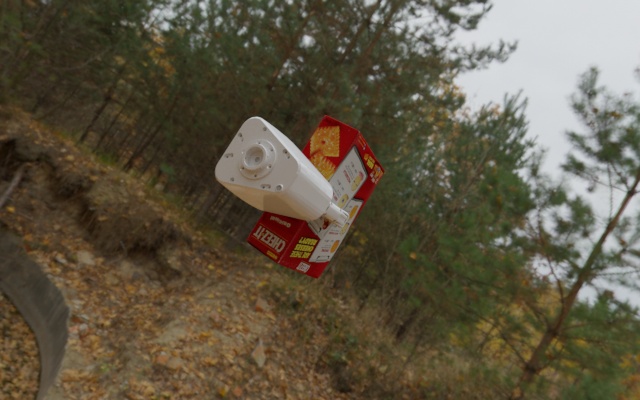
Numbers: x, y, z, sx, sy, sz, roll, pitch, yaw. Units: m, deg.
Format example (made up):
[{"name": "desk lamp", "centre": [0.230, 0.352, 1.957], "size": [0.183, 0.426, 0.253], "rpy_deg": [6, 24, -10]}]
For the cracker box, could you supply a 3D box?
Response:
[{"name": "cracker box", "centre": [0.000, 0.002, 0.730], "size": [0.072, 0.213, 0.164], "rpy_deg": [31, -4, 26]}]
